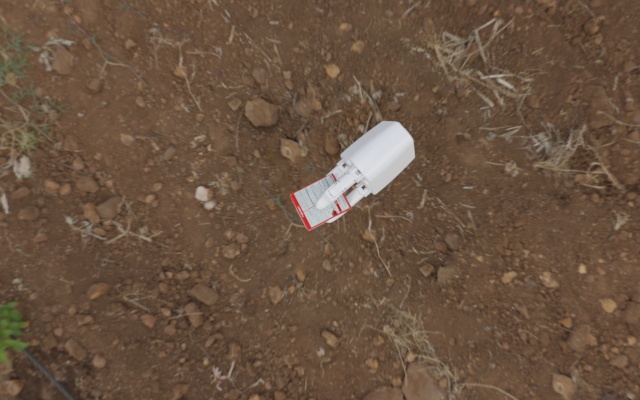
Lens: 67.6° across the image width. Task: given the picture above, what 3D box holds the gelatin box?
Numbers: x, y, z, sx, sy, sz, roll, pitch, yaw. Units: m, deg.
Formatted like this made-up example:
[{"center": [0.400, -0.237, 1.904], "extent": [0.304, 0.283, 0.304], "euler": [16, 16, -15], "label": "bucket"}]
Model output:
[{"center": [0.000, 0.003, 0.858], "extent": [0.089, 0.073, 0.030], "euler": [-27, -3, -4], "label": "gelatin box"}]
